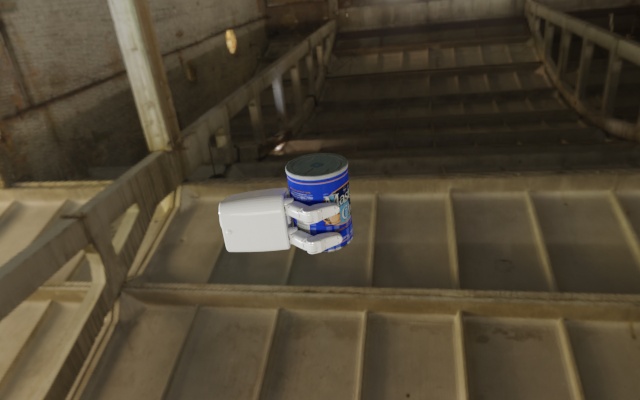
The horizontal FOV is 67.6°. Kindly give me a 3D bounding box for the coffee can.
[{"bbox_3d":[0.000,0.002,0.809,0.103,0.140,0.102,-5,26,2],"label":"coffee can"}]
